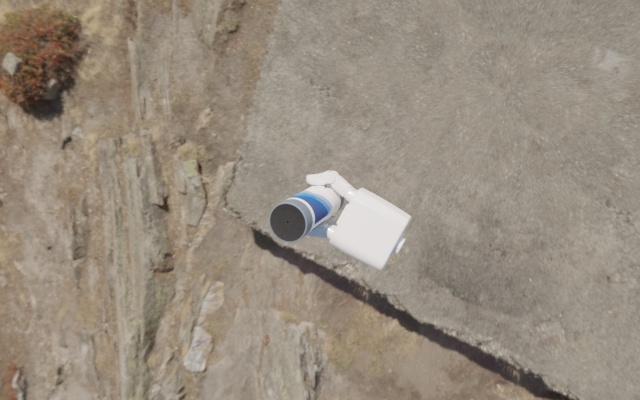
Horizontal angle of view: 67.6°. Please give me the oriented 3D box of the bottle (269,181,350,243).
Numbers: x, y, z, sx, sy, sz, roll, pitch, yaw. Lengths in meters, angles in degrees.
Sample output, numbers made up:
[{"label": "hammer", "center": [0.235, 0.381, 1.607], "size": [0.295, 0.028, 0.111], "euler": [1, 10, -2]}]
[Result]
[{"label": "bottle", "center": [0.000, 0.003, 0.887], "size": [0.069, 0.069, 0.295], "euler": [0, 13, 21]}]
